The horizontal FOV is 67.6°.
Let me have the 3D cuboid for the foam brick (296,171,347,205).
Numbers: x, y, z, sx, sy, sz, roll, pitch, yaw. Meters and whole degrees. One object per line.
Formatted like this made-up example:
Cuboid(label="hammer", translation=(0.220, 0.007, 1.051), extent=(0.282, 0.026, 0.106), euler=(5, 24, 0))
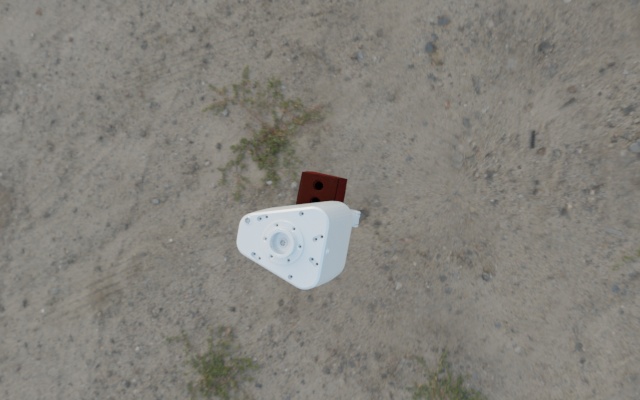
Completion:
Cuboid(label="foam brick", translation=(0.000, 0.002, 0.647), extent=(0.053, 0.078, 0.051), euler=(11, 4, 16))
